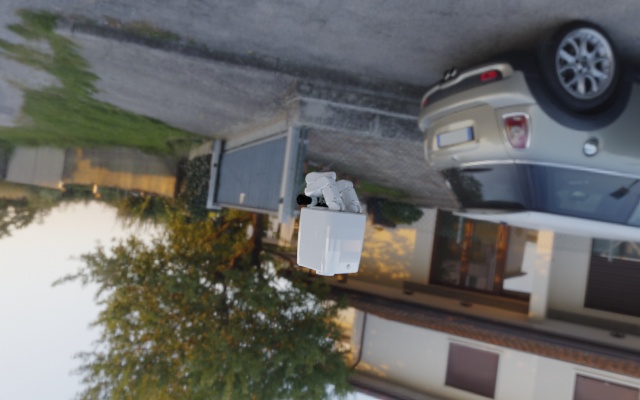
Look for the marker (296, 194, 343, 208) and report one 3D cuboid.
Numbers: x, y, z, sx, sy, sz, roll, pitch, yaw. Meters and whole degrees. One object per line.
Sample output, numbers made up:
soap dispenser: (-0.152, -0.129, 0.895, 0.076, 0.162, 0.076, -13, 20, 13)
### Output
marker: (0.000, 0.003, 0.863, 0.020, 0.020, 0.121, 0, -5, 39)
